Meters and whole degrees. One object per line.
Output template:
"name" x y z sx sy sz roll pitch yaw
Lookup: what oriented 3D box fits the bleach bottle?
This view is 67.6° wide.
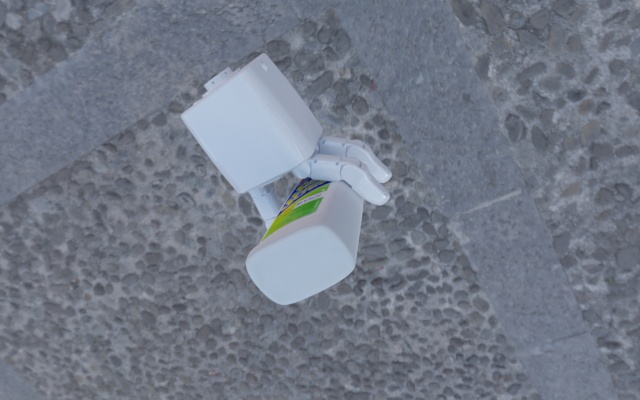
"bleach bottle" 0.000 0.002 0.535 0.102 0.068 0.250 -28 20 22
